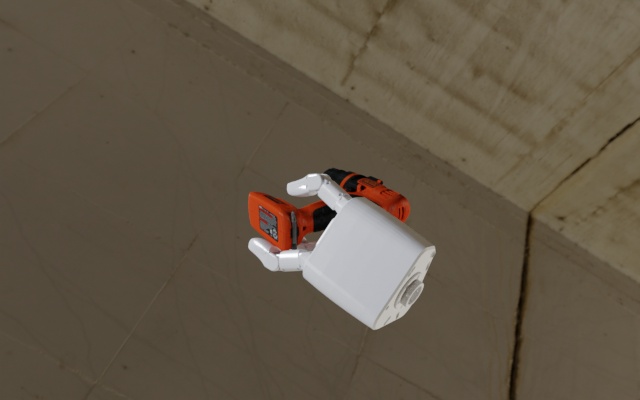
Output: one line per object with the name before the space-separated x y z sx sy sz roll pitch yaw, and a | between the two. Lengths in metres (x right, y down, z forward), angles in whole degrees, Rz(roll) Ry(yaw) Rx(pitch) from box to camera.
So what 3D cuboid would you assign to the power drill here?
power drill | 0.000 0.002 0.660 0.187 0.057 0.184 -15 23 -29
